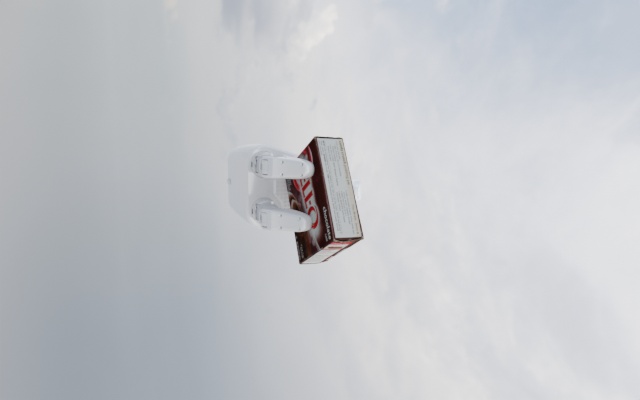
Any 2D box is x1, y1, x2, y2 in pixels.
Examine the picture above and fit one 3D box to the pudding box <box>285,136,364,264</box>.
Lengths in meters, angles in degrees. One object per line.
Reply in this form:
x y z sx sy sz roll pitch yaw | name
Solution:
0.000 0.002 0.503 0.039 0.113 0.090 -4 -19 -26 | pudding box
